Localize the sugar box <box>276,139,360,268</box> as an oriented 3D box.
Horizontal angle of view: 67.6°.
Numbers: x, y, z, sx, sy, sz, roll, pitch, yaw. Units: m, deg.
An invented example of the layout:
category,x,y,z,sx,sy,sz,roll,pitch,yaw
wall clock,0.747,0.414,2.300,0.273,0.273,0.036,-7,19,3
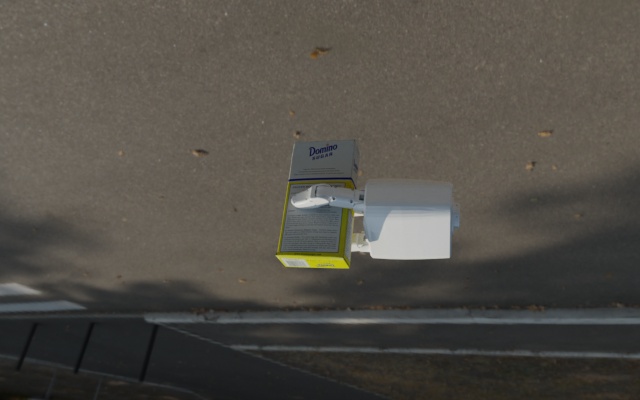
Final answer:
category,x,y,z,sx,sy,sz,roll,pitch,yaw
sugar box,0.000,0.002,0.653,0.093,0.176,0.048,0,-29,17
